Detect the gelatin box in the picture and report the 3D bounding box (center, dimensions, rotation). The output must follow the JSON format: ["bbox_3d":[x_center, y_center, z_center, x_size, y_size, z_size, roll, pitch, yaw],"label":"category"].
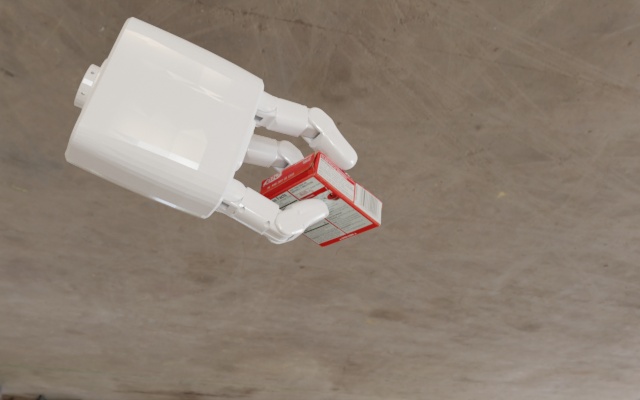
[{"bbox_3d":[0.000,0.002,0.430,0.073,0.030,0.089,-25,-50,38],"label":"gelatin box"}]
